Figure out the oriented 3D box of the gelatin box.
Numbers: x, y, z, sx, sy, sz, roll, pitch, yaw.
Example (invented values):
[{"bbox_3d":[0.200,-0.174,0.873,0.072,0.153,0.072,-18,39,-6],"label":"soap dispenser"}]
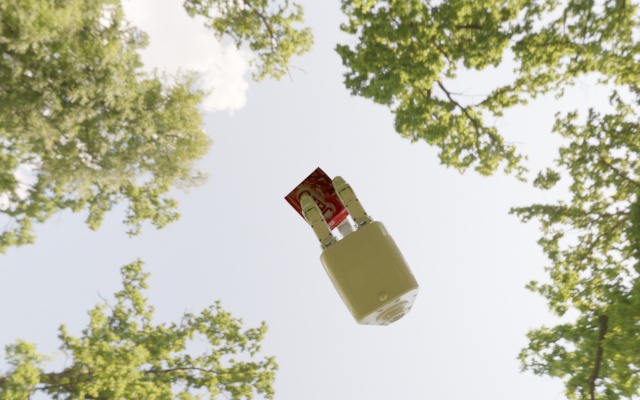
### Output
[{"bbox_3d":[0.000,0.002,0.714,0.089,0.073,0.030,45,-5,33],"label":"gelatin box"}]
